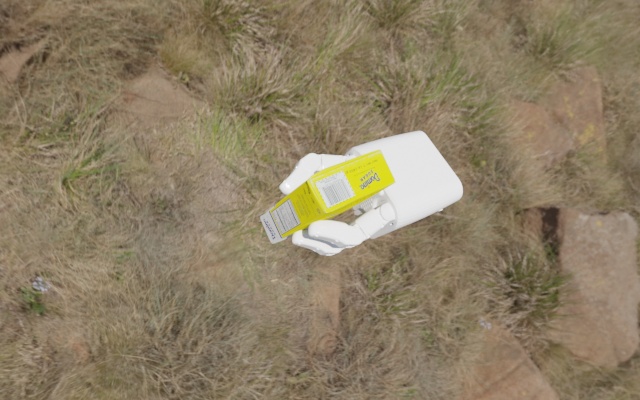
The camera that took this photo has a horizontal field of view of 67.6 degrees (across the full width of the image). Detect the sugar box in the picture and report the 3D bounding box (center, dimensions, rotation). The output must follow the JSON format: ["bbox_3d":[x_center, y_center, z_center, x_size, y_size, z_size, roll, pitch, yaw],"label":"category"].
[{"bbox_3d":[0.000,0.002,0.551,0.093,0.048,0.176,-22,-7,-26],"label":"sugar box"}]
